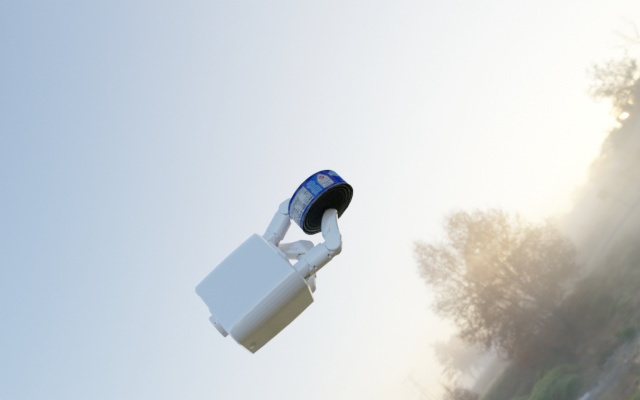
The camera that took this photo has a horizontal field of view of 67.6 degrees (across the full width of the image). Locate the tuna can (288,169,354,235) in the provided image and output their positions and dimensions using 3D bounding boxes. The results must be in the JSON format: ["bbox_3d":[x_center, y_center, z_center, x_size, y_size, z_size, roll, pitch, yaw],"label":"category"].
[{"bbox_3d":[0.000,0.002,0.618,0.033,0.086,0.086,45,24,28],"label":"tuna can"}]
